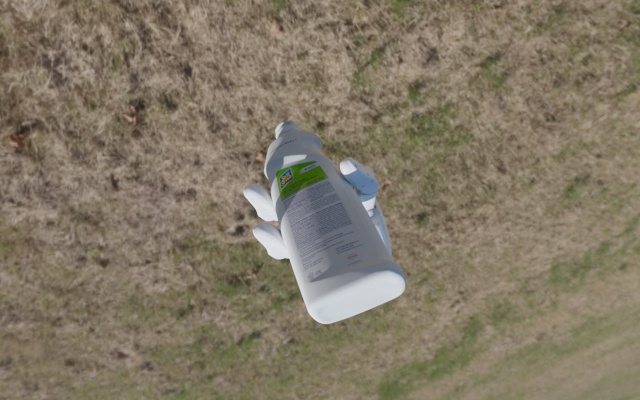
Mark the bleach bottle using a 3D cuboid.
[{"bbox_3d":[0.000,0.002,0.530,0.102,0.250,0.068,-23,-36,4],"label":"bleach bottle"}]
